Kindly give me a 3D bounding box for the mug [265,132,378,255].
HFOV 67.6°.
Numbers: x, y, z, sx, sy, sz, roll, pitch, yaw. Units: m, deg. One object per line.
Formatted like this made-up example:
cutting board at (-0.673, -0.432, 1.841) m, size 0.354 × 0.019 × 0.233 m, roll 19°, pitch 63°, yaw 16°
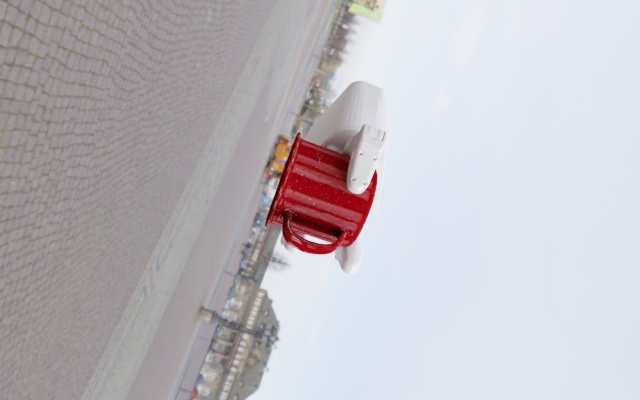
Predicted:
mug at (0.000, 0.002, 0.435) m, size 0.081 × 0.093 × 0.117 m, roll 20°, pitch 41°, yaw -7°
